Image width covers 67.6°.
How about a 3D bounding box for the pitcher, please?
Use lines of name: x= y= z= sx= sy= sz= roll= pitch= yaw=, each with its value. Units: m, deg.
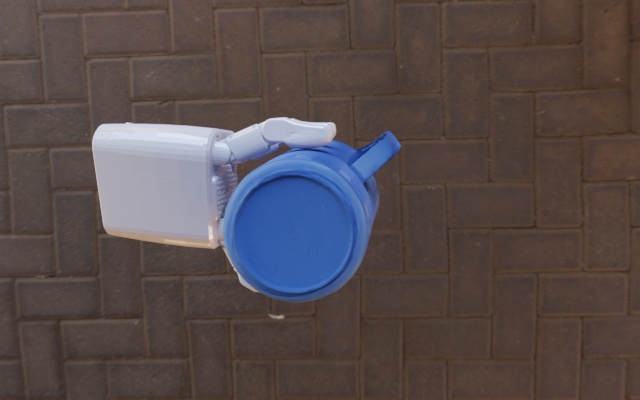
pitcher: x=0.000 y=0.002 z=0.457 sx=0.145 sy=0.149 sz=0.243 roll=7 pitch=8 yaw=4
